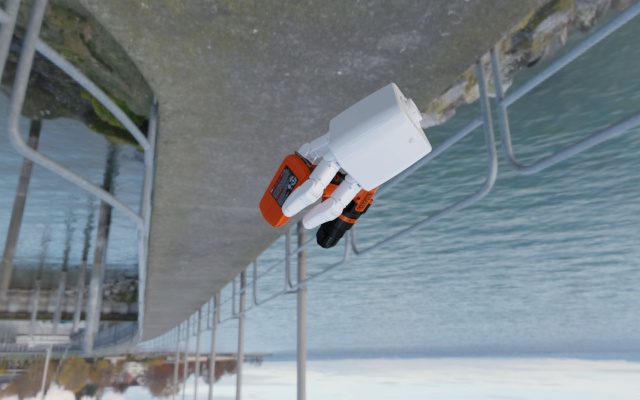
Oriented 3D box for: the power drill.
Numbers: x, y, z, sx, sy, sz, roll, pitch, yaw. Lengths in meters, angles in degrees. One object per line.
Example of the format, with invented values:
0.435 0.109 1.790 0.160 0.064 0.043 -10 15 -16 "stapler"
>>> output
0.000 0.002 0.732 0.187 0.184 0.057 3 36 -48 "power drill"
